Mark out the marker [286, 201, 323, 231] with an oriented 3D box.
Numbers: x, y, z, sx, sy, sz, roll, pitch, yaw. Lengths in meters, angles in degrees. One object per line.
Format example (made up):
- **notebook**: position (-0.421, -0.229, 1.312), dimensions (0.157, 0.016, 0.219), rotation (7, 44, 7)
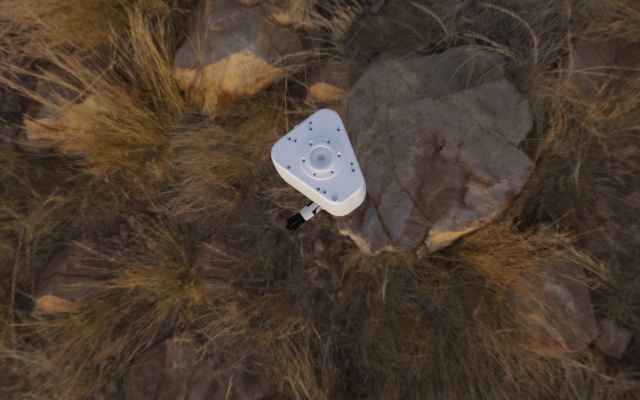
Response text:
- **marker**: position (0.000, 0.002, 0.676), dimensions (0.121, 0.020, 0.020), rotation (-38, 0, 0)
